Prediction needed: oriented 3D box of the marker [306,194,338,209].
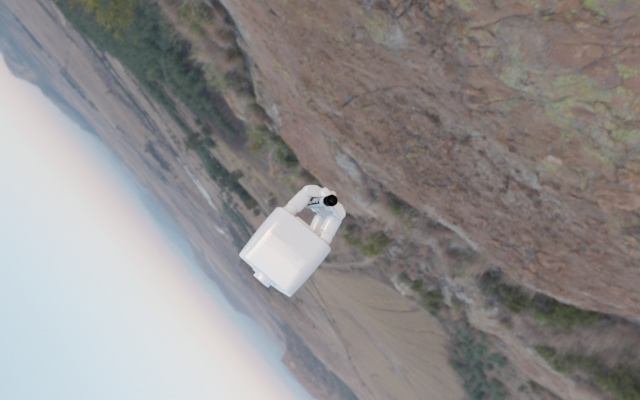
[{"bbox_3d":[0.000,0.003,0.785,0.020,0.020,0.121,0,-2,-19],"label":"marker"}]
